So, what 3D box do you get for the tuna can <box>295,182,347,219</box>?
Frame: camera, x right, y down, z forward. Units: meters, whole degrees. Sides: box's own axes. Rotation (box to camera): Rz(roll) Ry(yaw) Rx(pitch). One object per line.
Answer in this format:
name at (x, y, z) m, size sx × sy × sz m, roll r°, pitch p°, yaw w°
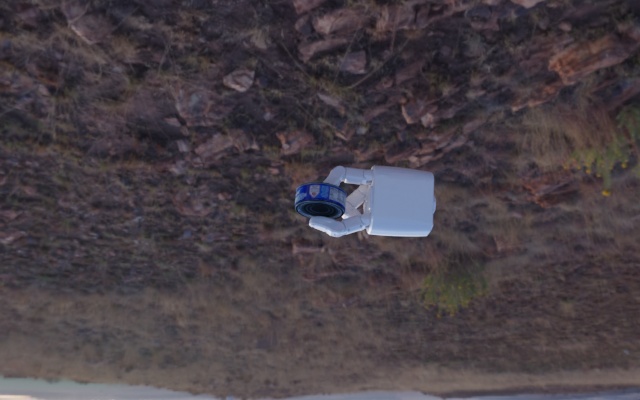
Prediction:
tuna can at (0.000, 0.003, 0.792) m, size 0.086 × 0.033 × 0.086 m, roll 5°, pitch -24°, yaw 2°
